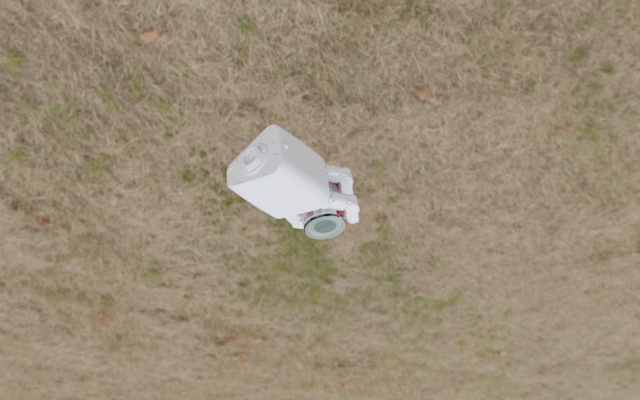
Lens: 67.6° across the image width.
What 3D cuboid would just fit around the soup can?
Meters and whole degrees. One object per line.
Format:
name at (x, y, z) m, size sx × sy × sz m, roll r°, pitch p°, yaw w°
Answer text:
soup can at (0.000, 0.003, 0.768) m, size 0.068 × 0.102 × 0.069 m, roll -7°, pitch -36°, yaw -5°
